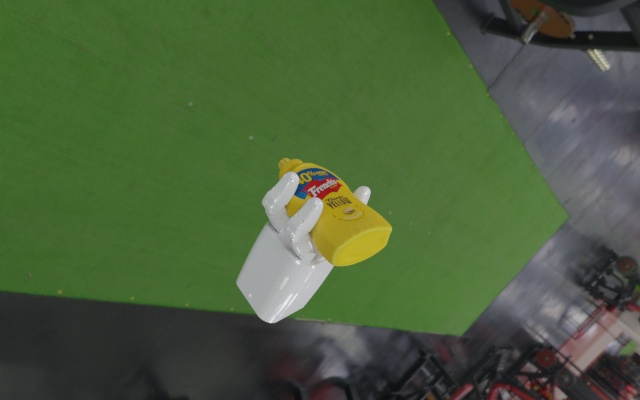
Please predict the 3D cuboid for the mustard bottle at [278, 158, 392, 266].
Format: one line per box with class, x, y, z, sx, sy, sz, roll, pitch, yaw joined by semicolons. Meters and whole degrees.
mustard bottle;0.000;0.002;0.638;0.096;0.058;0.191;-17;47;-32
